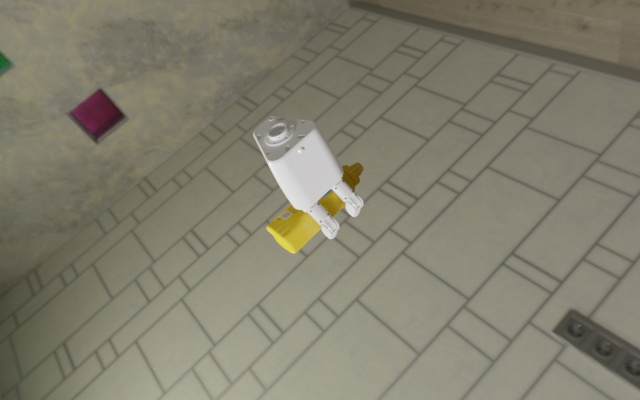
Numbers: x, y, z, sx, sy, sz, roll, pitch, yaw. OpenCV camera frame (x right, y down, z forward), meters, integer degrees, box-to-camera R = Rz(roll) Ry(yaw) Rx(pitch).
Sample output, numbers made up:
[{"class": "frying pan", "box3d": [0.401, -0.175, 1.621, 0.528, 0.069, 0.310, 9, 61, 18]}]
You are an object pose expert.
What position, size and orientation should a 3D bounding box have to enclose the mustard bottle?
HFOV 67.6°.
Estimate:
[{"class": "mustard bottle", "box3d": [0.000, 0.003, 0.806, 0.191, 0.058, 0.096, -43, 20, -12]}]
